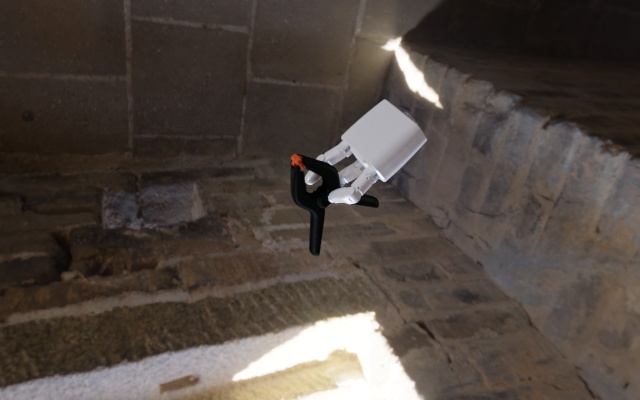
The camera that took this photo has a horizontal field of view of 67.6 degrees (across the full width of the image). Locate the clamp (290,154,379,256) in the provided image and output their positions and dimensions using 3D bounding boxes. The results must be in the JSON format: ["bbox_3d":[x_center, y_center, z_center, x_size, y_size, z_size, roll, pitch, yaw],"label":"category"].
[{"bbox_3d":[0.000,0.003,0.869,0.210,0.164,0.036,45,0,-38],"label":"clamp"}]
